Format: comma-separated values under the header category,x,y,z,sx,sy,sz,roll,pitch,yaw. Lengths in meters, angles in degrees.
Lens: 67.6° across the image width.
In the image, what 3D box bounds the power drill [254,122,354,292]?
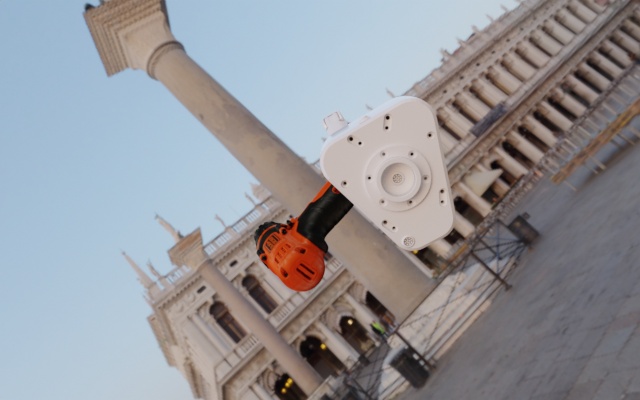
category,x,y,z,sx,sy,sz,roll,pitch,yaw
power drill,0.000,0.001,0.530,0.057,0.187,0.184,37,-4,-20
